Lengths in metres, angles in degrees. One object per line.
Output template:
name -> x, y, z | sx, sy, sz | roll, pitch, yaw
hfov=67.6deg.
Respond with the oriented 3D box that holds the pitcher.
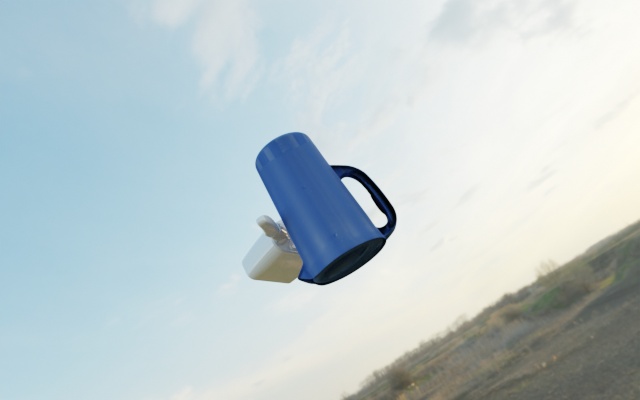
pitcher -> 0.000, 0.003, 0.785 | 0.149, 0.242, 0.145 | -7, -33, -46
